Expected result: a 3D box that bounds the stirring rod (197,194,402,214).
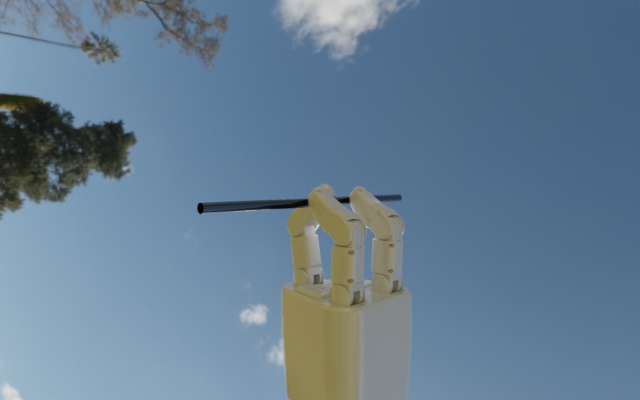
[{"bbox_3d":[0.000,0.001,0.413,0.011,0.011,0.239,0,2,43],"label":"stirring rod"}]
